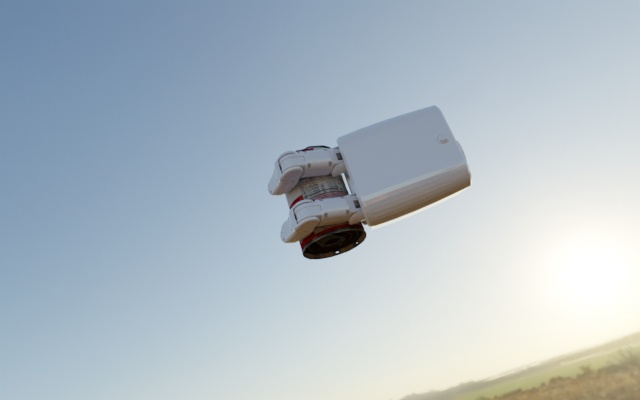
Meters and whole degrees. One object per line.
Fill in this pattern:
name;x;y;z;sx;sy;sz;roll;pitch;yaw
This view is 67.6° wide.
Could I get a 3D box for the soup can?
soup can;0.000;0.002;0.502;0.068;0.102;0.068;-15;-25;-7
